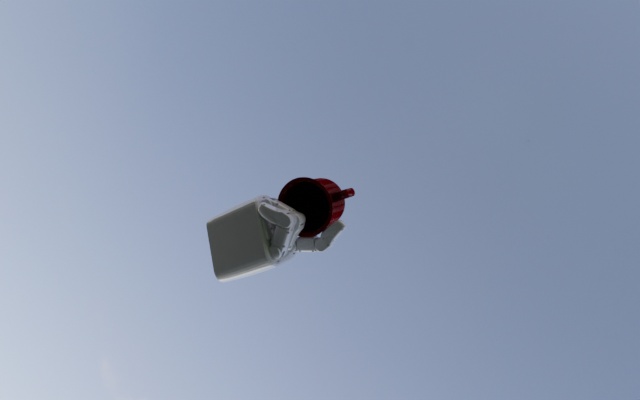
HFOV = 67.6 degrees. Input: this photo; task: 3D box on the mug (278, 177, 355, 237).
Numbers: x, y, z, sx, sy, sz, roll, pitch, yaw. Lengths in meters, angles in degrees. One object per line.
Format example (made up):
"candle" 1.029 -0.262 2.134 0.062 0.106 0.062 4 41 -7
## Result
"mug" 0.001 0.002 0.760 0.117 0.093 0.081 -21 -2 23
